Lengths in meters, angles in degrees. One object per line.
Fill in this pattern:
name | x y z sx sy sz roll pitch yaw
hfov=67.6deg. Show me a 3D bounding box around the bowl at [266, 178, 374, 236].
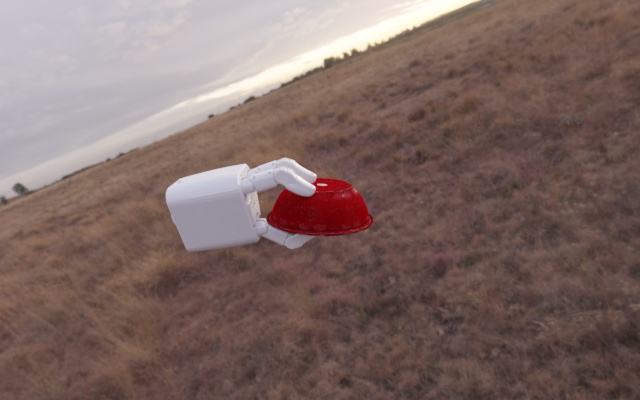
bowl | 0.001 0.002 0.713 0.162 0.055 0.162 2 15 0
